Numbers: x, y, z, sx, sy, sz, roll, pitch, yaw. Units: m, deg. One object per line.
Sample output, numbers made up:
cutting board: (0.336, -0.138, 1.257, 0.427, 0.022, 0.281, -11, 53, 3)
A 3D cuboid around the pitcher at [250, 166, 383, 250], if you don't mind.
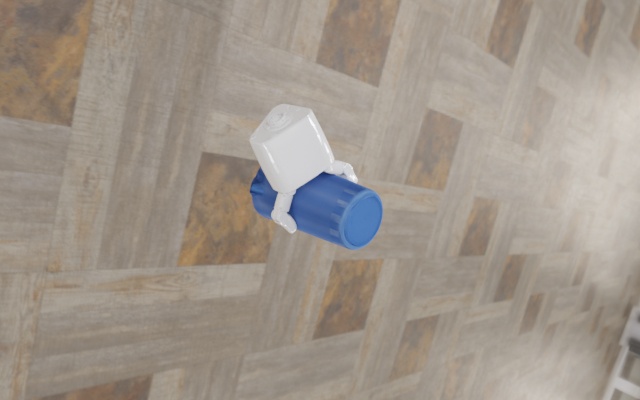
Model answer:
pitcher: (0.000, 0.003, 0.889, 0.242, 0.145, 0.149, 21, 57, 43)
